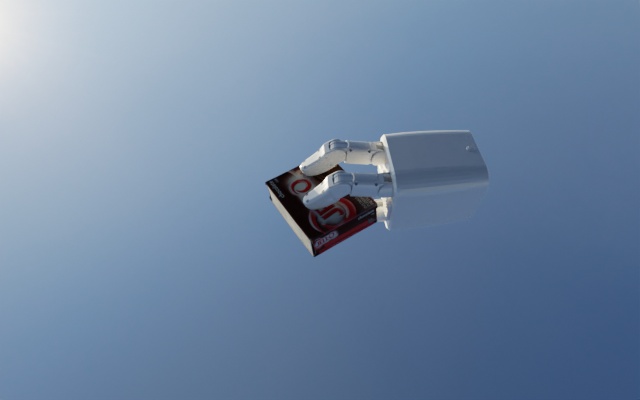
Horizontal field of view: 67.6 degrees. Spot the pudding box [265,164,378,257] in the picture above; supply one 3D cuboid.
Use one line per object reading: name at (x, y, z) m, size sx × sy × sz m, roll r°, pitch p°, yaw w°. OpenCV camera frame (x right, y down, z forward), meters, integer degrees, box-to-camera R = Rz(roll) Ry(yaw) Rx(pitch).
pudding box at (0.000, 0.002, 0.569) m, size 0.090 × 0.039 × 0.113 m, roll -27°, pitch 49°, yaw -18°
